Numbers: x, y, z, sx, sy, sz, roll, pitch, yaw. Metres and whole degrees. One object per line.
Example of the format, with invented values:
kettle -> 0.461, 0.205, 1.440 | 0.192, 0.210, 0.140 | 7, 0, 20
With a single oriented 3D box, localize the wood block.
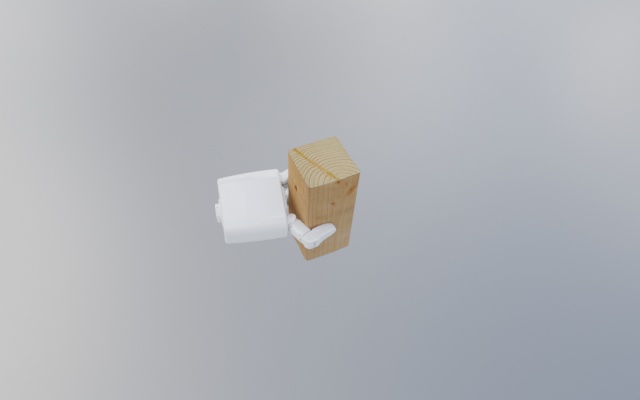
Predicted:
wood block -> 0.000, 0.003, 0.829 | 0.090, 0.090, 0.206 | -18, -35, -17
